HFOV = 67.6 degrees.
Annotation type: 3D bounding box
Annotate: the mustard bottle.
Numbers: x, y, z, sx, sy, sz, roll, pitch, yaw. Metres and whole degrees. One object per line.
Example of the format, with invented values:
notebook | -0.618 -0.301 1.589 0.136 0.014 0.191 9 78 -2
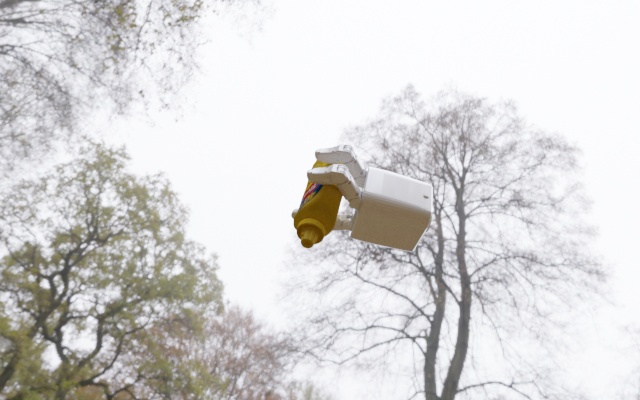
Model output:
mustard bottle | 0.000 0.002 0.732 0.058 0.191 0.096 33 -52 -13
